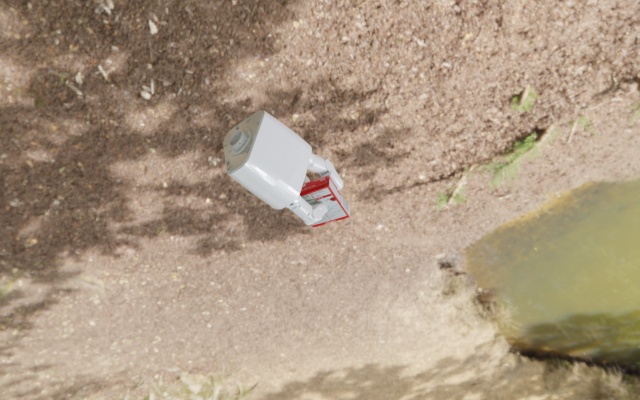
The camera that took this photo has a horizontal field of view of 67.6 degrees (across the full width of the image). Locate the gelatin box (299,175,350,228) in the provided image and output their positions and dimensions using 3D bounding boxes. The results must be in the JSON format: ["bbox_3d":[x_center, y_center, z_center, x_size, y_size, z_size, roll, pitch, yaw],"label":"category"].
[{"bbox_3d":[0.000,0.003,0.820,0.073,0.030,0.089,-18,-46,21],"label":"gelatin box"}]
